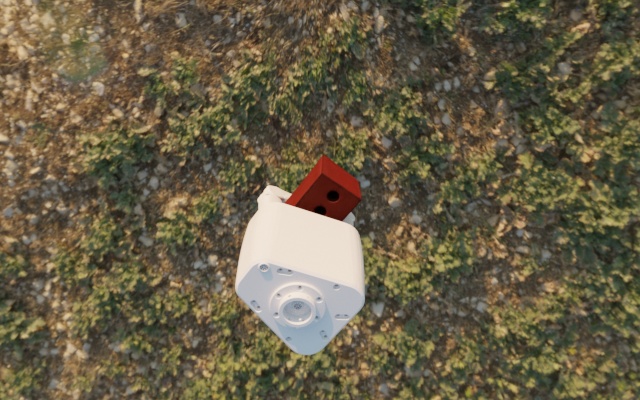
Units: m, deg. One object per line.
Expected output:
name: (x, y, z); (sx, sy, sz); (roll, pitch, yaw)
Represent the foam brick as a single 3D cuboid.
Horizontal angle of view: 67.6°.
foam brick: (0.000, 0.001, 0.516); (0.053, 0.078, 0.051); (34, 21, -14)
